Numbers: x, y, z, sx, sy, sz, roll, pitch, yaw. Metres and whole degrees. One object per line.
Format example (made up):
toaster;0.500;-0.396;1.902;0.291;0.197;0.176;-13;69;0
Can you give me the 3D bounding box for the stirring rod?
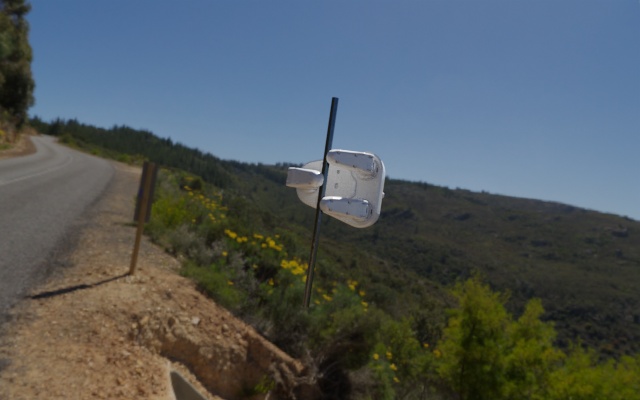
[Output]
stirring rod;0.000;0.002;0.544;0.011;0.239;0.011;8;-1;0
